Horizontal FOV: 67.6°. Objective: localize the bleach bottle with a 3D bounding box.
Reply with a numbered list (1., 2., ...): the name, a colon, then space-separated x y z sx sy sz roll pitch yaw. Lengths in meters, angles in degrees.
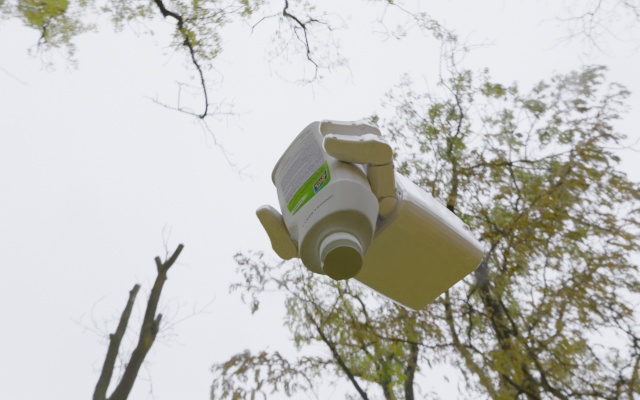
1. bleach bottle: 0.000 0.001 0.450 0.068 0.102 0.250 33 17 -17
